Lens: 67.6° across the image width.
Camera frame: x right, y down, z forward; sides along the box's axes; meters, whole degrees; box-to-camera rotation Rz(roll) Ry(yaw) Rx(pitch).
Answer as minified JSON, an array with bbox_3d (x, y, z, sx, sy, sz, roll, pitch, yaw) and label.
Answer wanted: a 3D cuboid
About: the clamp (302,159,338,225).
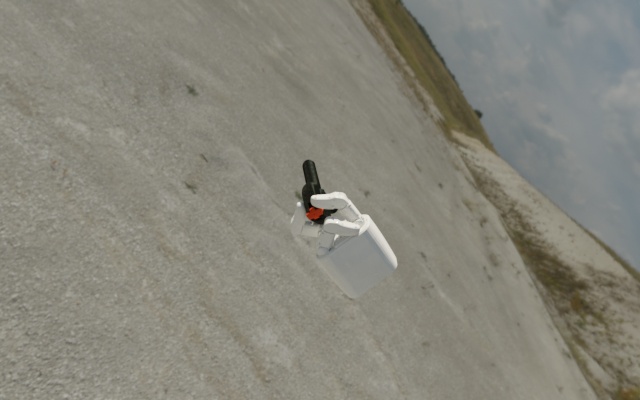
[{"bbox_3d":[0.001,0.003,0.886,0.039,0.120,0.171,-30,23,17],"label":"clamp"}]
